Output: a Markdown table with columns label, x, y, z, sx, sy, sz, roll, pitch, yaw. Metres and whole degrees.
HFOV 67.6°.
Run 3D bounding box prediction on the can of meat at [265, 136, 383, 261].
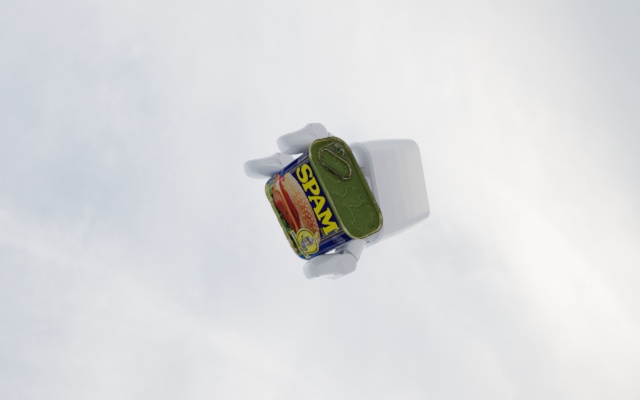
| label | x | y | z | sx | sy | sz | roll | pitch | yaw |
| --- | --- | --- | --- | --- | --- | --- | --- | --- | --- |
| can of meat | 0.000 | 0.002 | 0.472 | 0.057 | 0.102 | 0.084 | -20 | -8 | -45 |
